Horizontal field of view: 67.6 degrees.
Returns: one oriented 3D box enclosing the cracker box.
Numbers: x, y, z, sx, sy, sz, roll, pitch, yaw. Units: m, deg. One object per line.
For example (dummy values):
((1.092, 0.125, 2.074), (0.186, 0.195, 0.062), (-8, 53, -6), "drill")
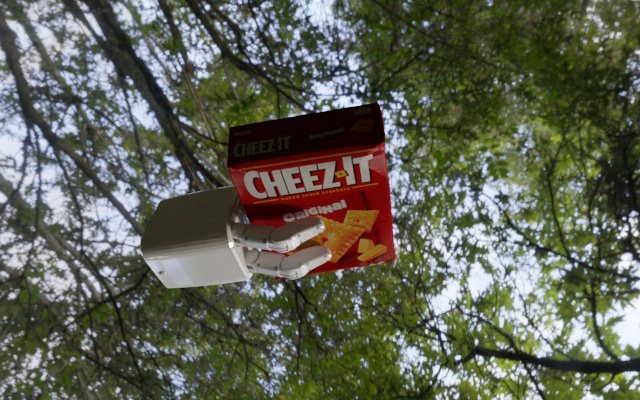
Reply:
((0.000, 0.002, 0.563), (0.164, 0.072, 0.214), (-9, -42, 5), "cracker box")
